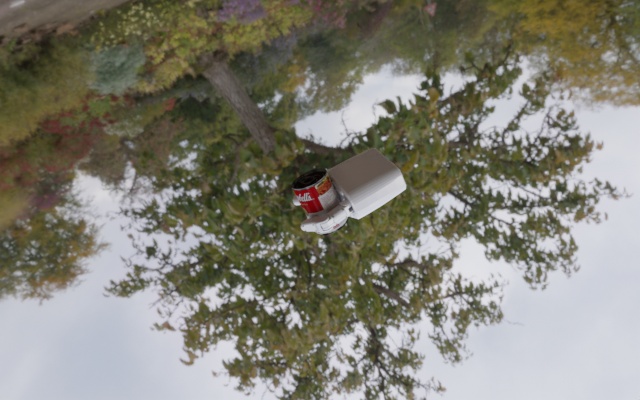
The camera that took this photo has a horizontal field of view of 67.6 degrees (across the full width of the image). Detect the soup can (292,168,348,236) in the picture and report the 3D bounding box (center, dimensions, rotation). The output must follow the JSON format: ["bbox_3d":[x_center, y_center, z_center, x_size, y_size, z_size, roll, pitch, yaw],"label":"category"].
[{"bbox_3d":[0.000,0.003,0.853,0.068,0.102,0.068,-21,25,10],"label":"soup can"}]
